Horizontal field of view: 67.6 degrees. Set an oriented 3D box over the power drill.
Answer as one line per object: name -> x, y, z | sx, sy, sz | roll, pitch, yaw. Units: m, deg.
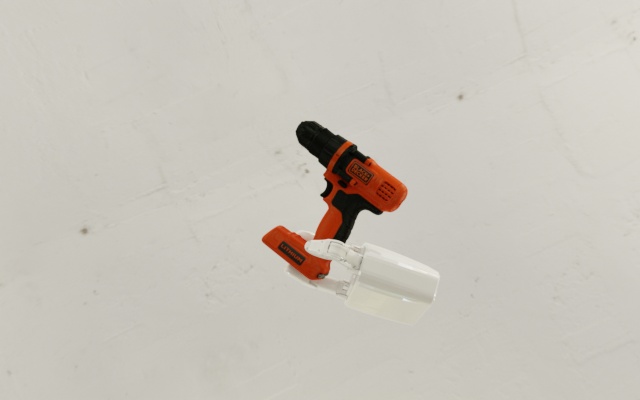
power drill -> 0.000, 0.003, 0.674 | 0.184, 0.187, 0.057 | 38, 8, 14
